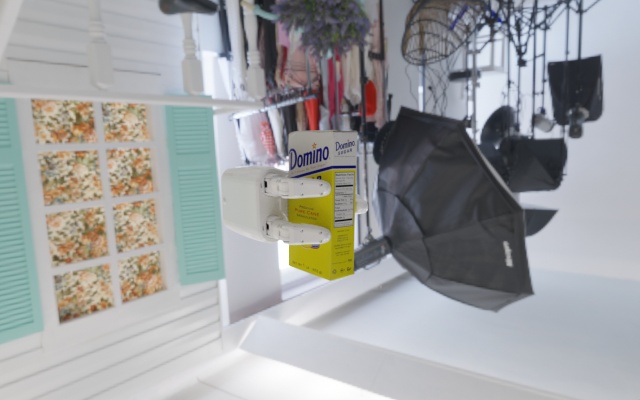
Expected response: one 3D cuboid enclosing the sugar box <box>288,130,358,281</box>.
[{"bbox_3d":[0.000,0.002,0.592,0.048,0.176,0.093,-8,10,-38],"label":"sugar box"}]
